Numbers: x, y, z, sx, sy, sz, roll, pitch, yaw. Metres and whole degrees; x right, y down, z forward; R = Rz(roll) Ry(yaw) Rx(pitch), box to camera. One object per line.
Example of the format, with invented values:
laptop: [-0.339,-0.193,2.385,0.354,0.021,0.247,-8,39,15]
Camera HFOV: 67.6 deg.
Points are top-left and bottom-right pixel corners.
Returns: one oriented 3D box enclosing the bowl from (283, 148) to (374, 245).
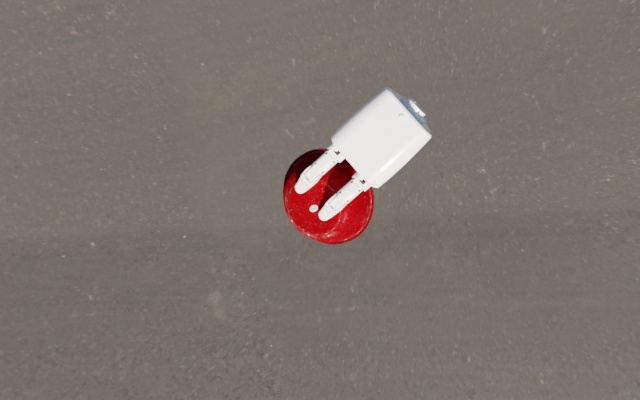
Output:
bowl: [-0.001,0.004,0.753,0.162,0.162,0.055,0,17,25]
